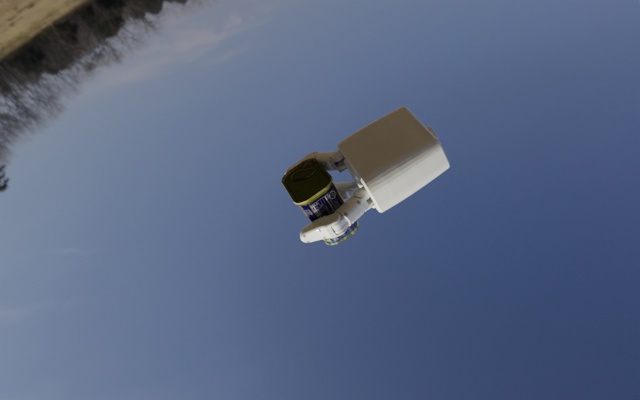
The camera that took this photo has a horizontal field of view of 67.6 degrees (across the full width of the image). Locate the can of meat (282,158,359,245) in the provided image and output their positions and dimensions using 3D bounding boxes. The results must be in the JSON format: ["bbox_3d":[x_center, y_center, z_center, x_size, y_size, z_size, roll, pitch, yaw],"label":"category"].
[{"bbox_3d":[0.000,0.002,0.642,0.057,0.084,0.102,-35,30,-1],"label":"can of meat"}]
